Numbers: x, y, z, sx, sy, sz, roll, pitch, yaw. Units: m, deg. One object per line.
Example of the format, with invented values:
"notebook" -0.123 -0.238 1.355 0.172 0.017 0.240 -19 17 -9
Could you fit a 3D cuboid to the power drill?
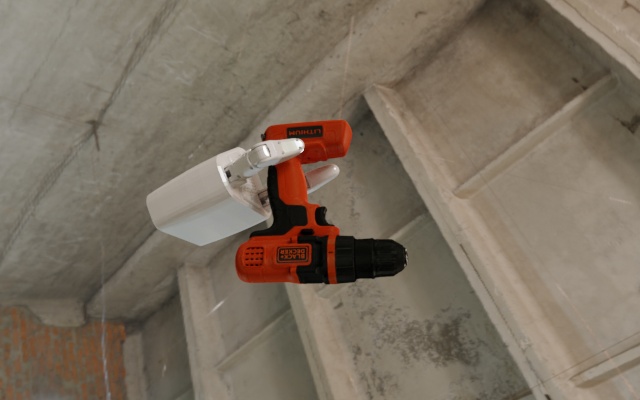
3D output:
"power drill" 0.000 0.001 0.537 0.184 0.187 0.057 -2 -25 6
